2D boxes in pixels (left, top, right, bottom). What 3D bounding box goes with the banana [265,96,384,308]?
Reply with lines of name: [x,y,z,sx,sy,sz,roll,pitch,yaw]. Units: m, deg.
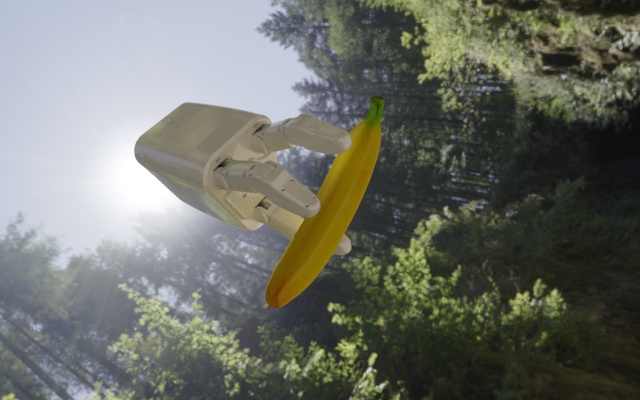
banana: [0.007,0.005,0.421,0.037,0.197,0.070,21,-12,24]
